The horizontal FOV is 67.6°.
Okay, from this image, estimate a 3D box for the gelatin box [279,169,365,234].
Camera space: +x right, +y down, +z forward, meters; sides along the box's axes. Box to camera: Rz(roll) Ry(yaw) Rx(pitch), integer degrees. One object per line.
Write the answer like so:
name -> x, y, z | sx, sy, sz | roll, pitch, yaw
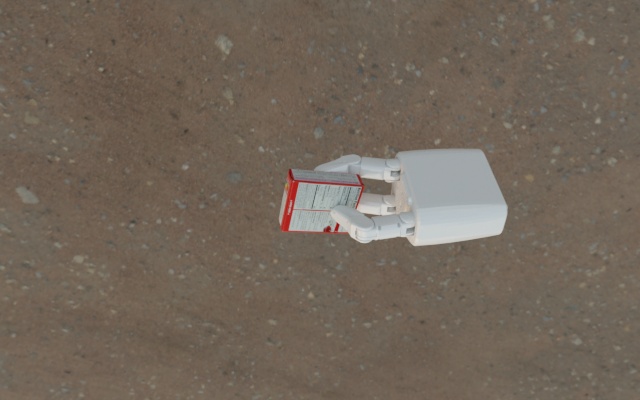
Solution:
gelatin box -> 0.000, 0.002, 0.568 | 0.089, 0.073, 0.030 | 3, 35, -17
